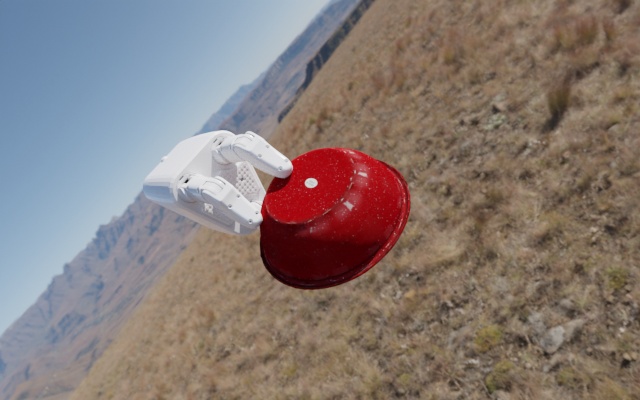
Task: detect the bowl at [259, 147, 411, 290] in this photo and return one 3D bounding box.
[{"bbox_3d":[0.001,0.001,0.454,0.162,0.162,0.055,0,-39,32],"label":"bowl"}]
